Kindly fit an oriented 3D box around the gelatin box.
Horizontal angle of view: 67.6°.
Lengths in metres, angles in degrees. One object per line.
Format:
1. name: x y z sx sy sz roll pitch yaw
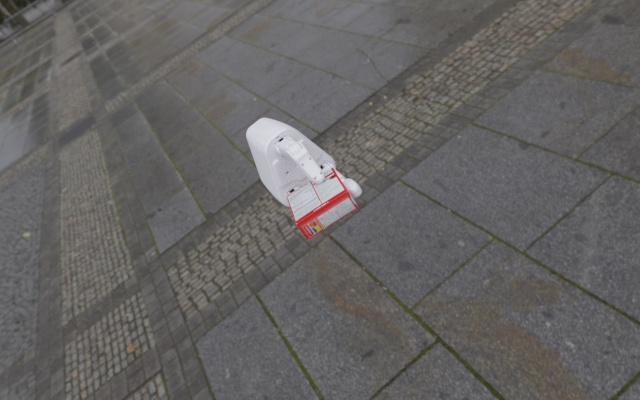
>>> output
1. gelatin box: 0.000 0.002 0.595 0.073 0.030 0.089 -32 26 3
